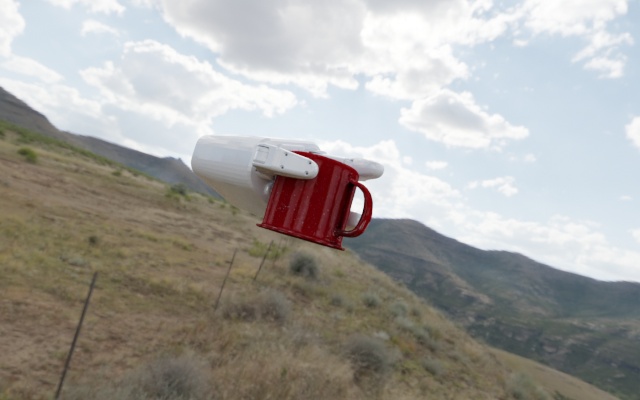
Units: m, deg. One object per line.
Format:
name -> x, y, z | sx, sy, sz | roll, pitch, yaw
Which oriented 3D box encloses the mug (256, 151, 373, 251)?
mug -> 0.001, 0.002, 0.477 | 0.117, 0.081, 0.093 | 11, -7, 38
